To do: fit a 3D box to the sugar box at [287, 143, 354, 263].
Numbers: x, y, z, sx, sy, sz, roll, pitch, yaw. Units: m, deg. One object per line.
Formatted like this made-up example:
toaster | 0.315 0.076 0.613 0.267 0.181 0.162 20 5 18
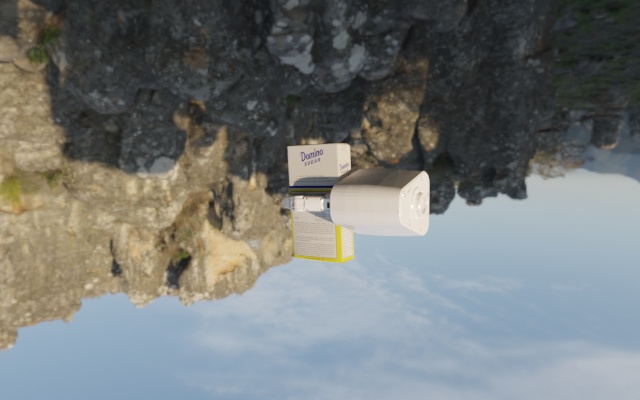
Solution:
sugar box | 0.001 0.002 0.729 0.093 0.176 0.048 2 4 33
